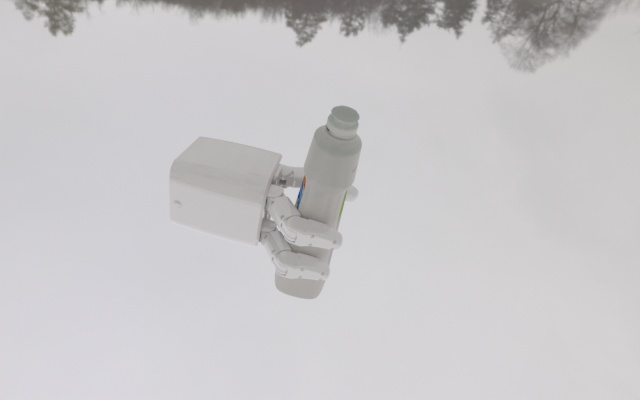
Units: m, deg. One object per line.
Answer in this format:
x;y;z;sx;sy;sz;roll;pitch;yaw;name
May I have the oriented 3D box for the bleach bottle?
0.000;0.002;0.543;0.068;0.251;0.102;14;42;-2;bleach bottle
